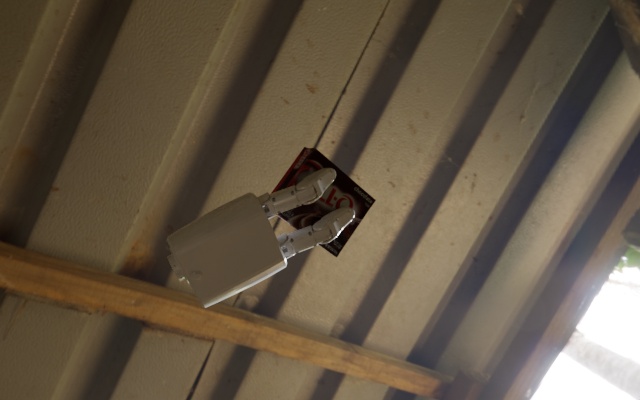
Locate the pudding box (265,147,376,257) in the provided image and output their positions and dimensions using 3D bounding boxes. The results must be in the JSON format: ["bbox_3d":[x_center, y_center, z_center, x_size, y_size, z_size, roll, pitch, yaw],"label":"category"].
[{"bbox_3d":[0.000,0.002,0.590,0.113,0.090,0.039,38,-7,-28],"label":"pudding box"}]
